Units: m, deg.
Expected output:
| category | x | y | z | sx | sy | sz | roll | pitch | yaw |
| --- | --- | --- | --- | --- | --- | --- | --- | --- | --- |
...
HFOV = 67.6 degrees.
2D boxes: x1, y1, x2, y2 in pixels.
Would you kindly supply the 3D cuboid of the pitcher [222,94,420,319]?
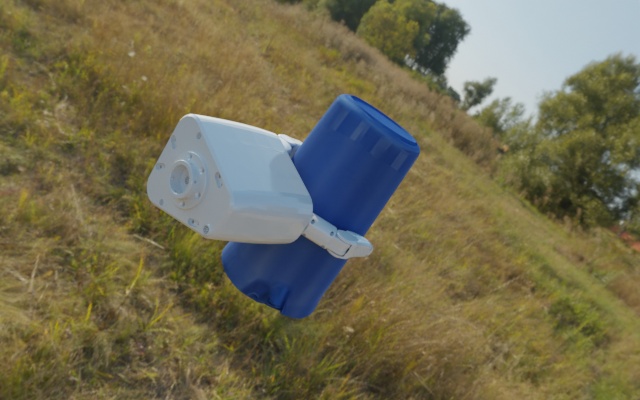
| category | x | y | z | sx | sy | sz | roll | pitch | yaw |
| --- | --- | --- | --- | --- | --- | --- | --- | --- | --- |
| pitcher | 0.000 | 0.002 | 0.557 | 0.149 | 0.243 | 0.145 | 47 | 21 | 30 |
